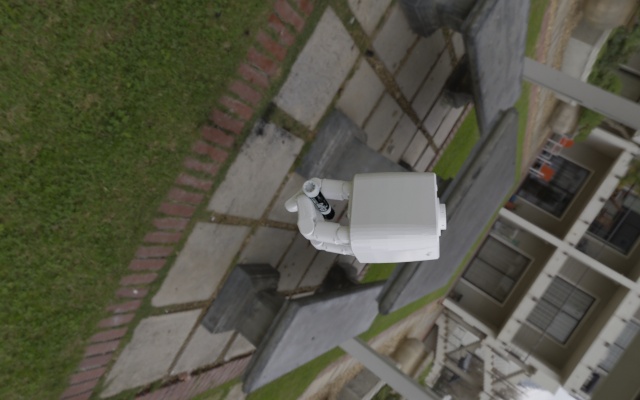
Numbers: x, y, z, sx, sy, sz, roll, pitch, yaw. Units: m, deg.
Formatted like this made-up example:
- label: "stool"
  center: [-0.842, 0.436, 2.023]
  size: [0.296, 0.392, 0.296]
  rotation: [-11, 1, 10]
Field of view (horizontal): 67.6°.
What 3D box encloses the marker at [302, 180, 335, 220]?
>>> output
- label: "marker"
  center: [0.000, 0.002, 0.652]
  size: [0.020, 0.020, 0.121]
  rotation: [0, -19, 14]
